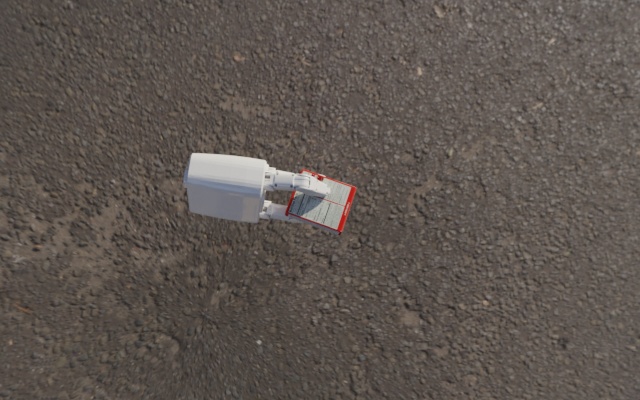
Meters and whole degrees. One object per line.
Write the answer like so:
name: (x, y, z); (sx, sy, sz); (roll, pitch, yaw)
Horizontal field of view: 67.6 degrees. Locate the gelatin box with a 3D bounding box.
gelatin box: (0.000, 0.002, 0.714); (0.089, 0.073, 0.030); (19, -15, 0)
